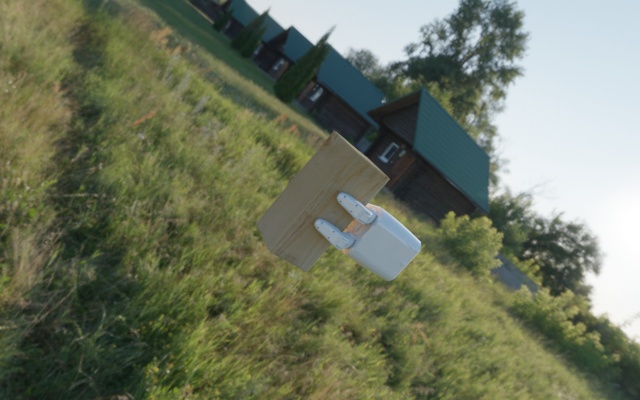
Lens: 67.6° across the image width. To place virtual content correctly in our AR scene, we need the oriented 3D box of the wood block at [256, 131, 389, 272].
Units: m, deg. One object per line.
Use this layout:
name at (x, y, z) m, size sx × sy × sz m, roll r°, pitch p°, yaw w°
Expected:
wood block at (0.000, 0.003, 0.787) m, size 0.090 × 0.206 × 0.090 m, roll 34°, pitch 12°, yaw -34°
